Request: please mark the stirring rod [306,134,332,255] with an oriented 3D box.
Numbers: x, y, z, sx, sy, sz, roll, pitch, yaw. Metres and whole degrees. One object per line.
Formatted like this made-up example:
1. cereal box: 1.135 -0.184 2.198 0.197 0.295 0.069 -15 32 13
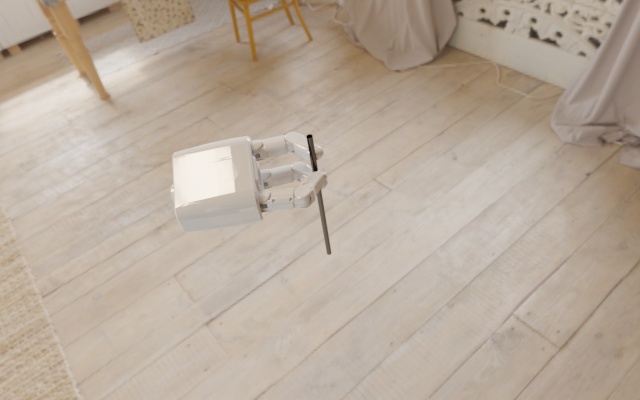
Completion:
1. stirring rod: 0.000 0.002 0.679 0.011 0.011 0.240 0 -43 9
